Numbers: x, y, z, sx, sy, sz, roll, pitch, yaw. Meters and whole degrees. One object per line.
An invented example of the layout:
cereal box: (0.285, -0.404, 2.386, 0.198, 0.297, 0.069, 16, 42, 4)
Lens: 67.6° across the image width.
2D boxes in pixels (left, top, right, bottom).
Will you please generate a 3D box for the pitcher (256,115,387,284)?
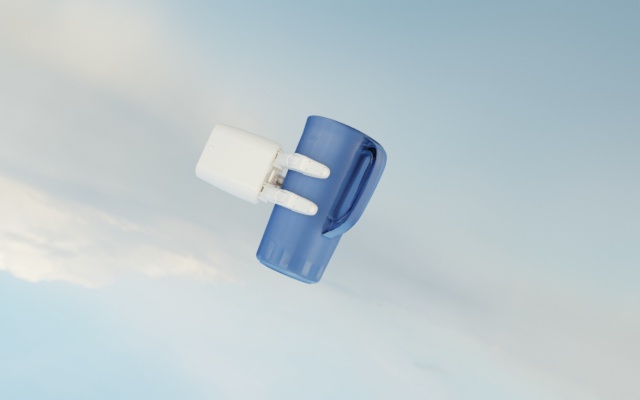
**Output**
pitcher: (0.000, 0.002, 0.736, 0.145, 0.243, 0.149, 23, -4, 7)
